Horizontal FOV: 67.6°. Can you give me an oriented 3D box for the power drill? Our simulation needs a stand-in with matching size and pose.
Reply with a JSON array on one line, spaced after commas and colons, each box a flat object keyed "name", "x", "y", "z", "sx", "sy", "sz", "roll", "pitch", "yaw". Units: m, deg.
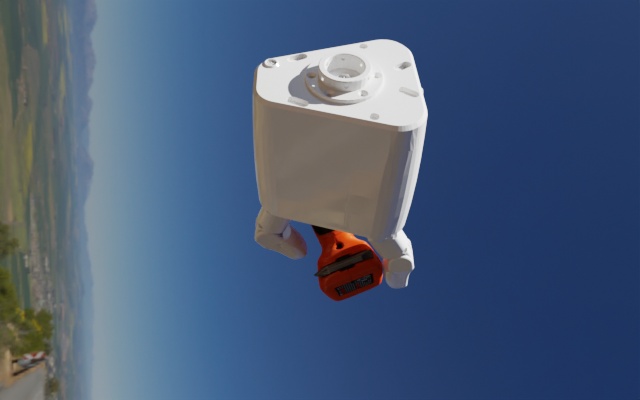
[{"name": "power drill", "x": 0.000, "y": 0.002, "z": 0.472, "sx": 0.057, "sy": 0.187, "sz": 0.184, "roll": -24, "pitch": -19, "yaw": 2}]
